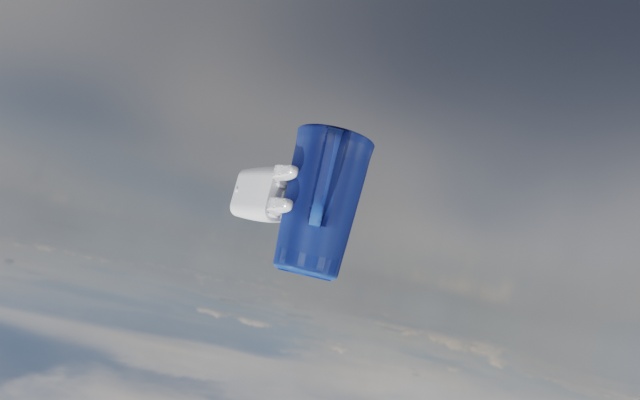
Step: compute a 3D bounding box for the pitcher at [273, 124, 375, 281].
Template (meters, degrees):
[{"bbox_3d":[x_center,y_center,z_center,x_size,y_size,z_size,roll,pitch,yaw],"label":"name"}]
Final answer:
[{"bbox_3d":[0.000,0.003,0.781,0.145,0.242,0.149,4,-13,44],"label":"pitcher"}]
